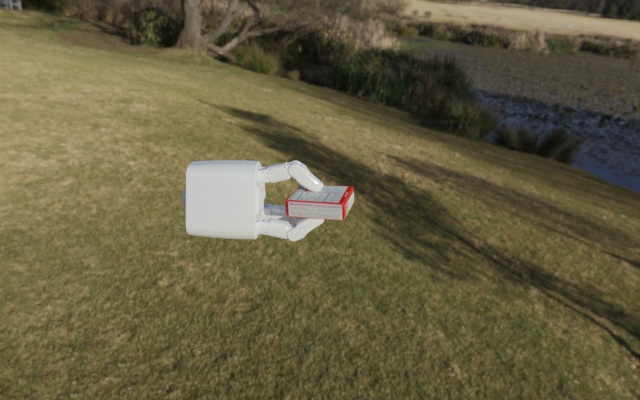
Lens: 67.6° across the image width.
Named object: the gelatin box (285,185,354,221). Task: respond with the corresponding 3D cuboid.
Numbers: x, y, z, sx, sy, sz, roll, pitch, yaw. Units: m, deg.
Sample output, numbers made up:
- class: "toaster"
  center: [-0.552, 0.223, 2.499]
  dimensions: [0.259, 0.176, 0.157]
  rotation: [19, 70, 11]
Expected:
- class: "gelatin box"
  center: [0.000, 0.002, 0.713]
  dimensions: [0.089, 0.030, 0.073]
  rotation: [2, 21, 15]
